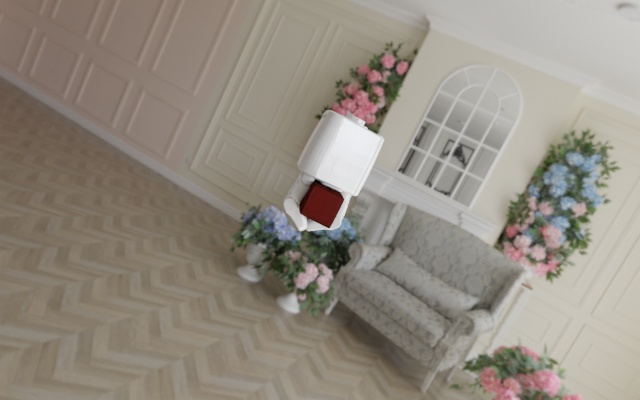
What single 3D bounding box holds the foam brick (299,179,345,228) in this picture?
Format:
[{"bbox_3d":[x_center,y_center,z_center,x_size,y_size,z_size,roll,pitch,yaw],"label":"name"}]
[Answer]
[{"bbox_3d":[0.000,0.003,0.754,0.053,0.051,0.078,27,8,-9],"label":"foam brick"}]
